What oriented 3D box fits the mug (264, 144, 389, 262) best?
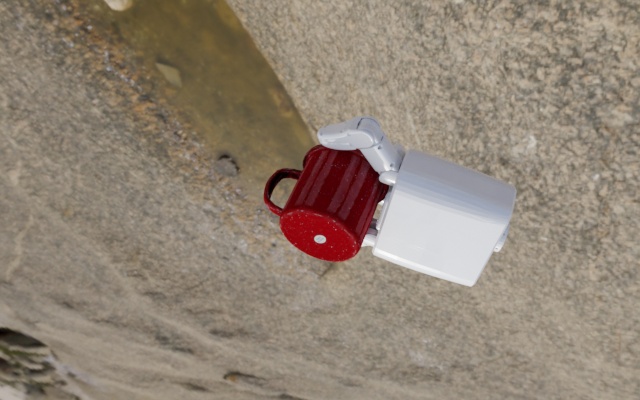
[{"bbox_3d":[-0.001,0.001,0.467,0.117,0.081,0.093,18,-35,10],"label":"mug"}]
